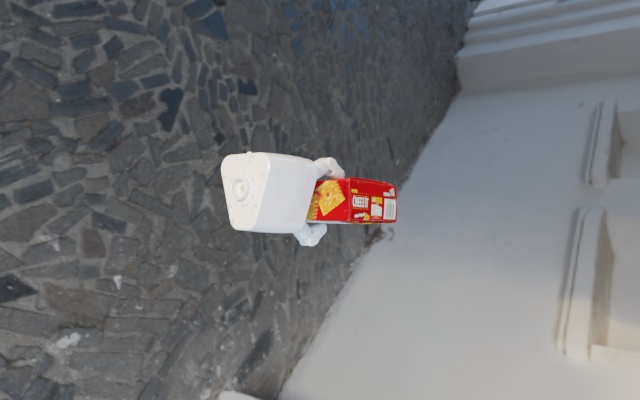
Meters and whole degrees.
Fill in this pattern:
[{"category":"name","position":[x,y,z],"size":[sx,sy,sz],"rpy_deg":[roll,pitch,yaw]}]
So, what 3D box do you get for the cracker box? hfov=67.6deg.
[{"category":"cracker box","position":[0.000,0.003,0.816],"size":[0.213,0.072,0.164],"rpy_deg":[0,-3,35]}]
